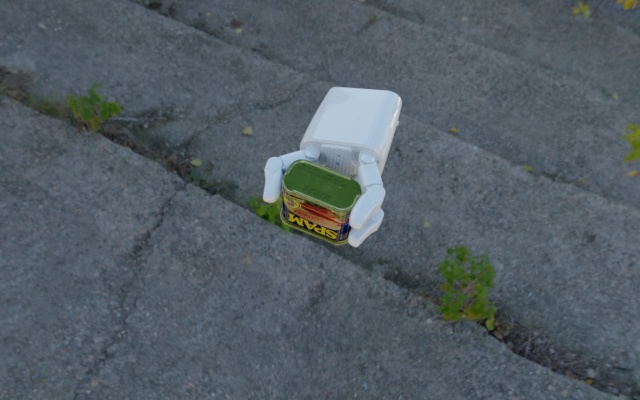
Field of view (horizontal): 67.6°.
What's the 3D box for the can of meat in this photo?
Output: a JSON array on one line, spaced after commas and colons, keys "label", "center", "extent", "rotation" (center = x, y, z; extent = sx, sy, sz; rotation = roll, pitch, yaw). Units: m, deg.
[{"label": "can of meat", "center": [0.000, 0.002, 0.606], "extent": [0.102, 0.057, 0.084], "rotation": [22, -30, 9]}]
